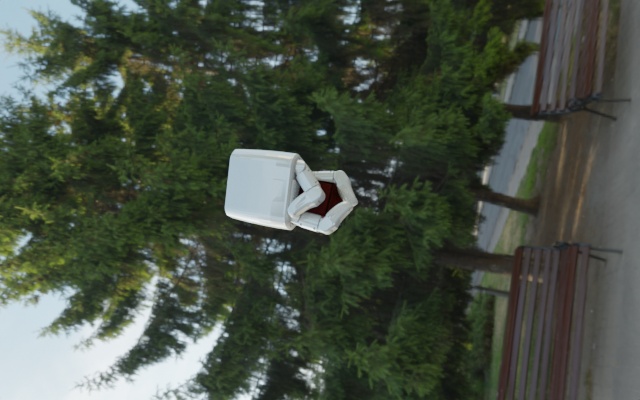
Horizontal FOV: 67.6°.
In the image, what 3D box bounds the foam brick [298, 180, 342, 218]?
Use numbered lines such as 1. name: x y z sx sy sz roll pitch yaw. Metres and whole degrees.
1. foam brick: 0.000 0.003 0.752 0.051 0.053 0.078 8 -13 16
